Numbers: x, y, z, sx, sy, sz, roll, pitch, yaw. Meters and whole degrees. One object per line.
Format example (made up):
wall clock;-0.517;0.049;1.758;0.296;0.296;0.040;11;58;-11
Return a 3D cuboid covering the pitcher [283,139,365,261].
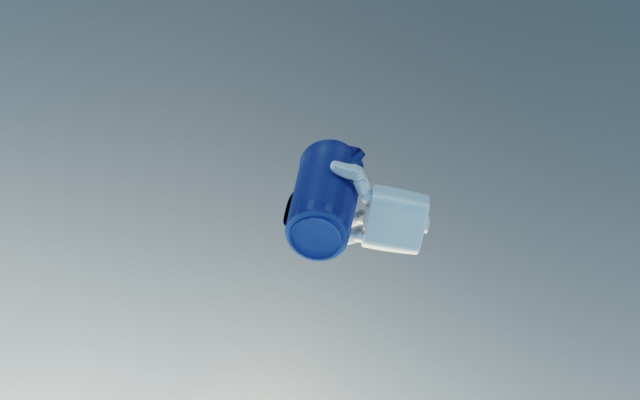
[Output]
pitcher;0.000;0.003;0.889;0.145;0.149;0.242;9;35;3
